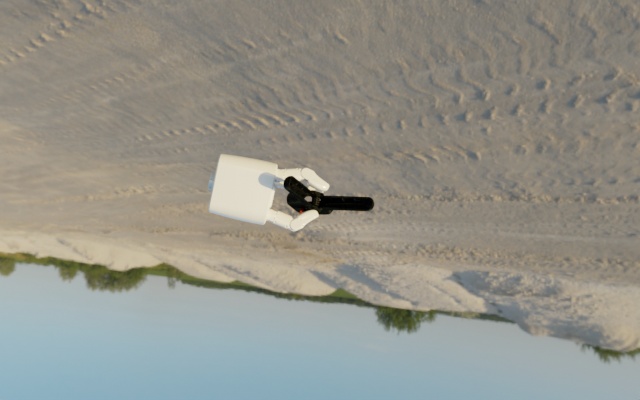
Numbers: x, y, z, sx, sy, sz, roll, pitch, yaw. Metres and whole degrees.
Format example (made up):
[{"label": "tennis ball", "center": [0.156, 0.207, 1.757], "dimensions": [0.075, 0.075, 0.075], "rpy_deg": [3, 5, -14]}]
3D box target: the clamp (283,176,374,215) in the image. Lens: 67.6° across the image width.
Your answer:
[{"label": "clamp", "center": [0.000, 0.004, 0.900], "dimensions": [0.164, 0.036, 0.210], "rpy_deg": [14, -12, -8]}]
